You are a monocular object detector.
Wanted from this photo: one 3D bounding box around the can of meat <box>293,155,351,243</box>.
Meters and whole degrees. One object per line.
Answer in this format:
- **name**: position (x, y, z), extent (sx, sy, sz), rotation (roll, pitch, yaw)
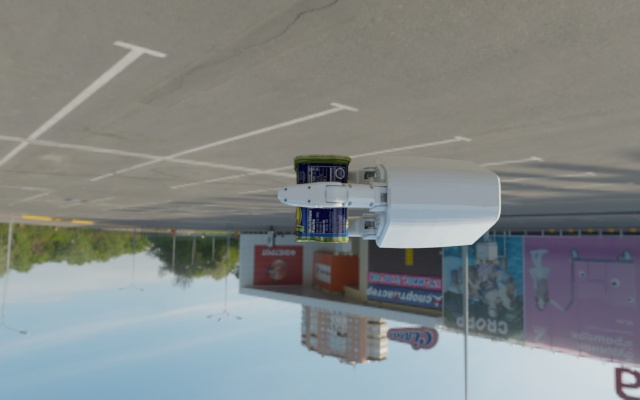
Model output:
- **can of meat**: position (0.000, 0.002, 0.501), extent (0.057, 0.084, 0.102), rotation (1, -4, -3)
